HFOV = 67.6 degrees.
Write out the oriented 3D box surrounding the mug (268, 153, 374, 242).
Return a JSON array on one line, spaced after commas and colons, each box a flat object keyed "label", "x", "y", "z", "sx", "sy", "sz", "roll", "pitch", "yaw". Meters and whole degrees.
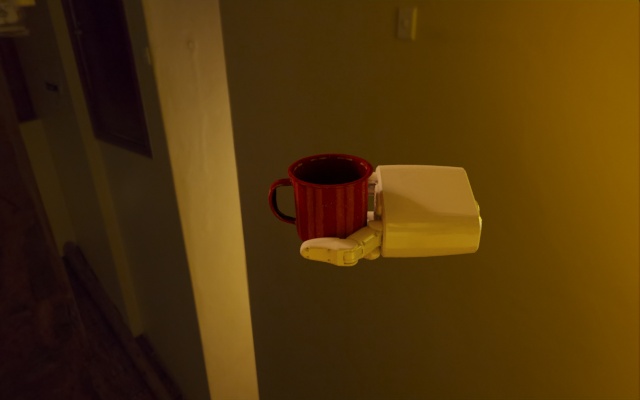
[{"label": "mug", "x": -0.001, "y": 0.002, "z": 0.535, "sx": 0.117, "sy": 0.081, "sz": 0.093, "roll": -1, "pitch": 27, "yaw": 2}]
